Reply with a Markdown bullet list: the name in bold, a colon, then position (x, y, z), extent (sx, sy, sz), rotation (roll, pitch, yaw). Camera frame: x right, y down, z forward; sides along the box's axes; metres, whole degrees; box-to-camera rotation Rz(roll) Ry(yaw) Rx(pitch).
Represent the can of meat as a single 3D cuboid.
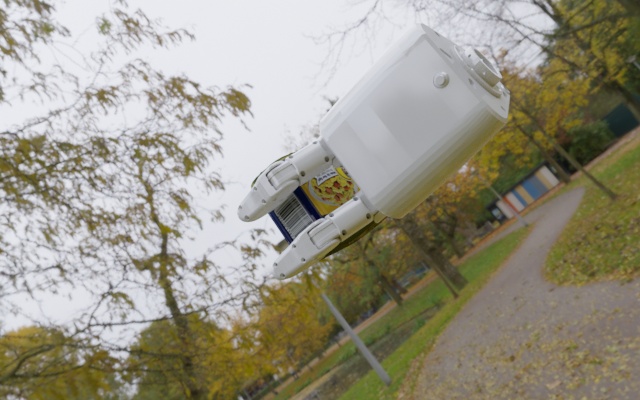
- **can of meat**: position (0.000, 0.001, 0.423), extent (0.102, 0.084, 0.057), rotation (-19, -21, -51)
